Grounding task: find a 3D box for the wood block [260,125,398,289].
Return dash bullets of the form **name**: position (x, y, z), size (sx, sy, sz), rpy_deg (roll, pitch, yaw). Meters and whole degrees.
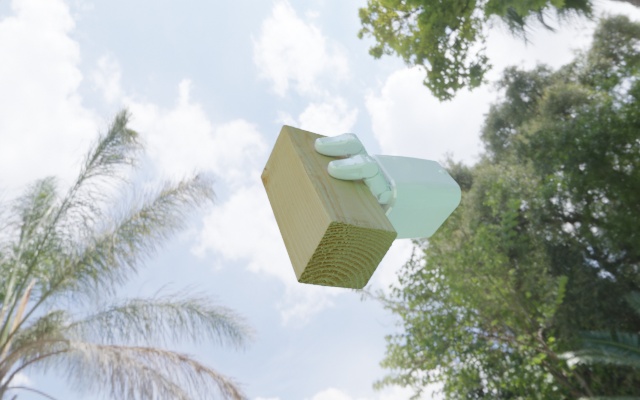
- **wood block**: position (0.000, 0.002, 0.594), size (0.090, 0.091, 0.206), rpy_deg (11, 31, -28)
